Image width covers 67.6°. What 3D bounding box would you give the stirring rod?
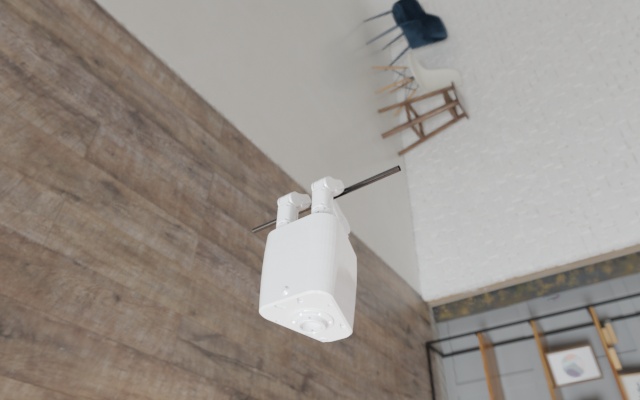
[{"bbox_3d":[0.000,0.002,0.648,0.239,0.011,0.011,-23,-11,27],"label":"stirring rod"}]
